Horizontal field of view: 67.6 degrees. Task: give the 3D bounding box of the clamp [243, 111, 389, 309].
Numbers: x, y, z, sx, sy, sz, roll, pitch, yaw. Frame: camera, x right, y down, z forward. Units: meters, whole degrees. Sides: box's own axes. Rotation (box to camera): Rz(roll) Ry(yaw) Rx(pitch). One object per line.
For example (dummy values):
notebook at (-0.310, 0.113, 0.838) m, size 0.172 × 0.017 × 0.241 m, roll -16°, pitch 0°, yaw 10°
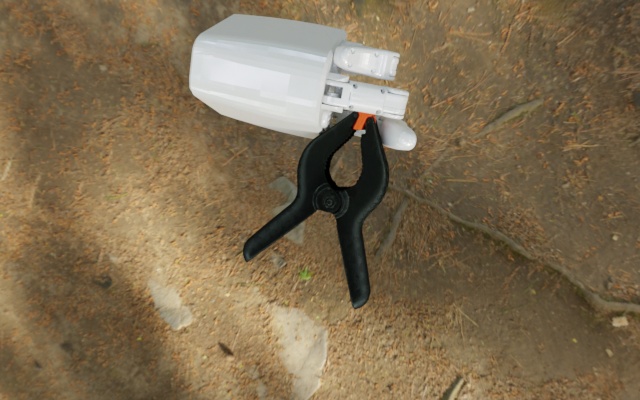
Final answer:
clamp at (0.000, 0.001, 0.415) m, size 0.120 × 0.171 × 0.039 m, roll 13°, pitch 8°, yaw 3°
